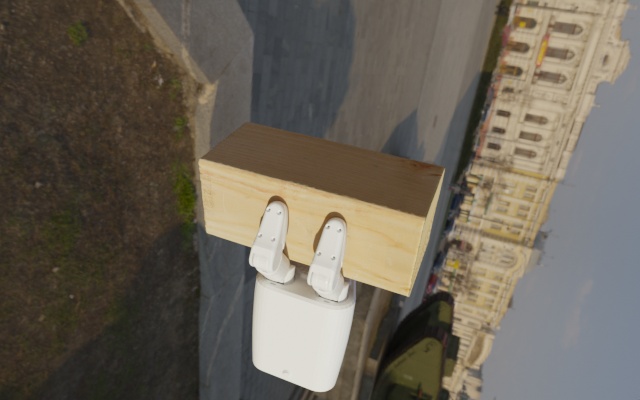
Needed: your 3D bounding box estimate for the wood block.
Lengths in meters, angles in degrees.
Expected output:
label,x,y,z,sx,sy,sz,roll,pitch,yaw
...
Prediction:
label,x,y,z,sx,sy,sz,roll,pitch,yaw
wood block,0.000,0.002,0.455,0.206,0.090,0.090,15,36,16
